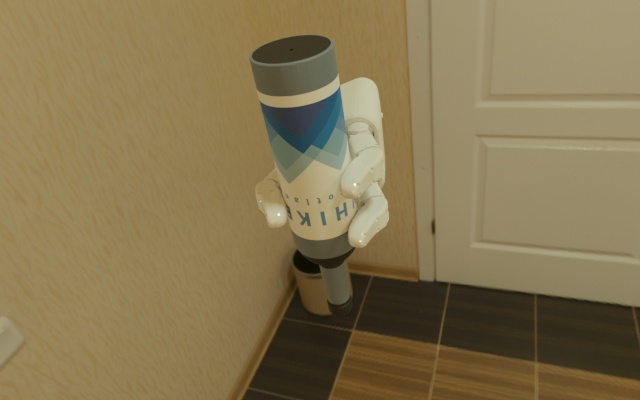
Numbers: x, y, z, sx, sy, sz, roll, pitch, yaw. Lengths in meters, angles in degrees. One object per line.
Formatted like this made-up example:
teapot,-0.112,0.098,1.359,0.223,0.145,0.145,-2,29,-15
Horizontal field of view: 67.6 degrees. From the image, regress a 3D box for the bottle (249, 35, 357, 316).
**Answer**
bottle,0.000,0.001,0.452,0.069,0.296,0.069,-7,35,5
